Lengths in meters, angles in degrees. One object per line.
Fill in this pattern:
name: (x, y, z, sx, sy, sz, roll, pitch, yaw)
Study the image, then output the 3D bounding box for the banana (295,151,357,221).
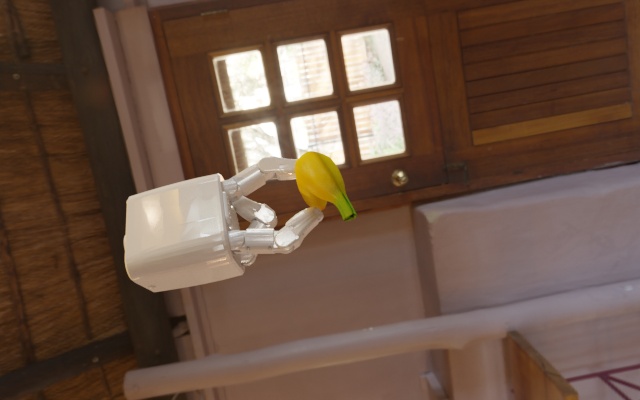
banana: (-0.004, -0.016, 0.494, 0.037, 0.069, 0.198, -15, 4, -5)
